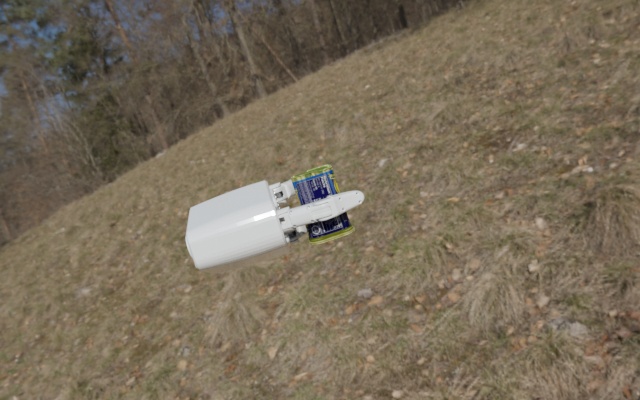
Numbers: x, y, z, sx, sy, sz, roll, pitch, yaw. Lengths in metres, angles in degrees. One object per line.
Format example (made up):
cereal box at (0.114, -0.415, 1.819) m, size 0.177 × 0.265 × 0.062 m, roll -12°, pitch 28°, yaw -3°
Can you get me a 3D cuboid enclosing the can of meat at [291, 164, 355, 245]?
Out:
can of meat at (0.000, 0.002, 0.602) m, size 0.057 × 0.084 × 0.102 m, roll -18°, pitch 6°, yaw -1°
